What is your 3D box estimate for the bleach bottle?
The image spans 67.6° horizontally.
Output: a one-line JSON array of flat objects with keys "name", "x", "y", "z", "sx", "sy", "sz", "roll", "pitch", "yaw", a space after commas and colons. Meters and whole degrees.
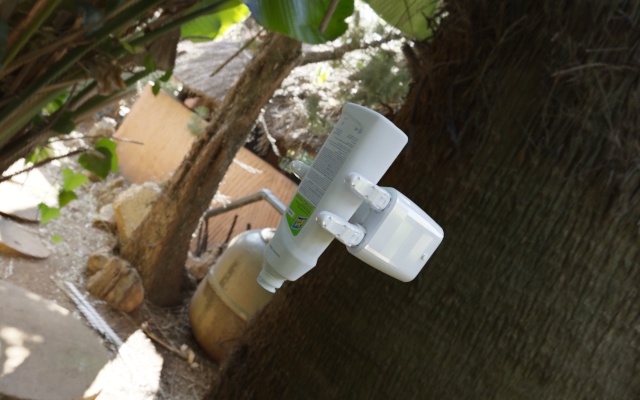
[{"name": "bleach bottle", "x": 0.000, "y": 0.002, "z": 0.600, "sx": 0.068, "sy": 0.251, "sz": 0.102, "roll": 33, "pitch": 4, "yaw": -30}]
